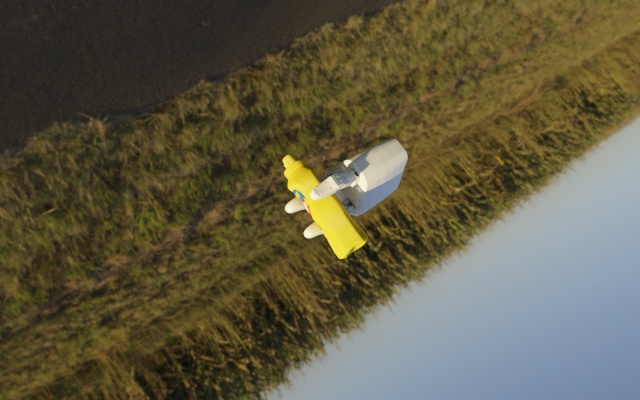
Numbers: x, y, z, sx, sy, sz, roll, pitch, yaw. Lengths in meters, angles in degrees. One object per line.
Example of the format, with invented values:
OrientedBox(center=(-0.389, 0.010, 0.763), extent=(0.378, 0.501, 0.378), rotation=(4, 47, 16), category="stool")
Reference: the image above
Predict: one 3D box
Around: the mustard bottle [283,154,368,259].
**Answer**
OrientedBox(center=(0.000, 0.003, 0.782), extent=(0.058, 0.191, 0.096), rotation=(-35, -11, -3), category="mustard bottle")
